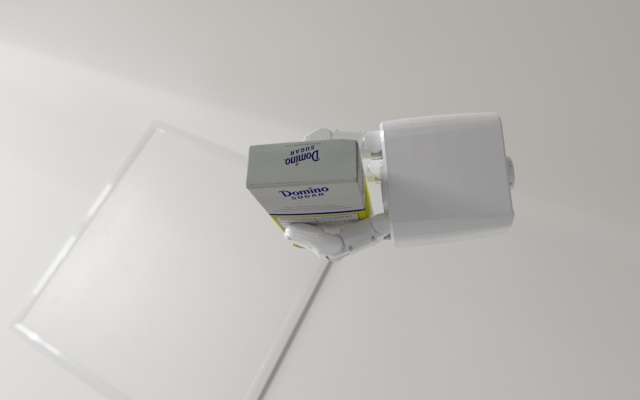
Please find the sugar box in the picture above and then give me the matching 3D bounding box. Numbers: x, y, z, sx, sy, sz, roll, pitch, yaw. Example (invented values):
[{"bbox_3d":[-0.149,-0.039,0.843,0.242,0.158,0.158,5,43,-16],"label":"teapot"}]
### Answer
[{"bbox_3d":[0.000,0.001,0.457,0.093,0.048,0.176,-3,-24,9],"label":"sugar box"}]
